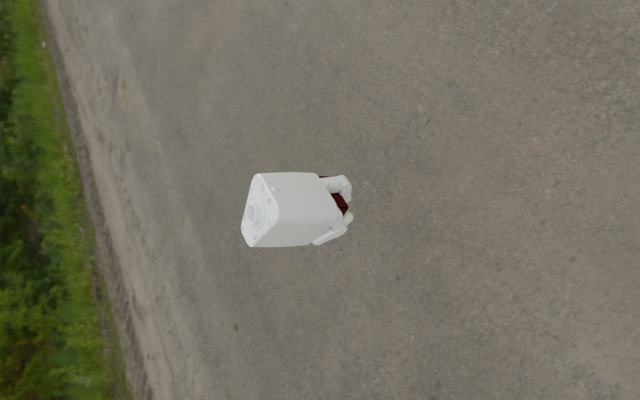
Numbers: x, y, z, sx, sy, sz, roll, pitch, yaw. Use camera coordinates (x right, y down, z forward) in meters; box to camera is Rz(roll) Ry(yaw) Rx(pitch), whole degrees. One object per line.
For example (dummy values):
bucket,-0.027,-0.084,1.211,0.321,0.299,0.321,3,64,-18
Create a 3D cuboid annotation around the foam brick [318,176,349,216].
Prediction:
foam brick,0.000,0.002,0.795,0.051,0.053,0.078,-1,44,-37
